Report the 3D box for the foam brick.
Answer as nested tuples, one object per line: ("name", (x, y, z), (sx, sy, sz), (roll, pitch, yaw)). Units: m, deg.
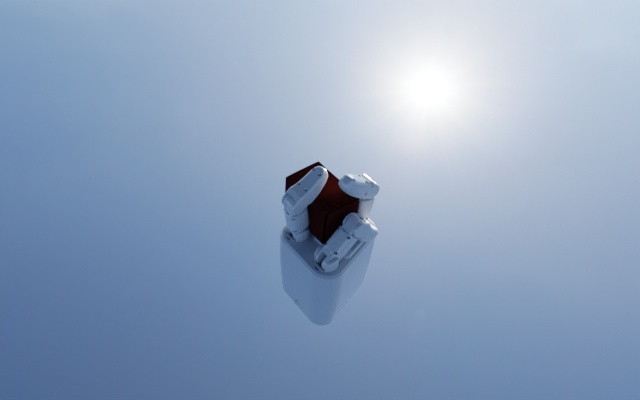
("foam brick", (0.000, 0.002, 0.566), (0.053, 0.051, 0.078), (-26, 52, -29))
